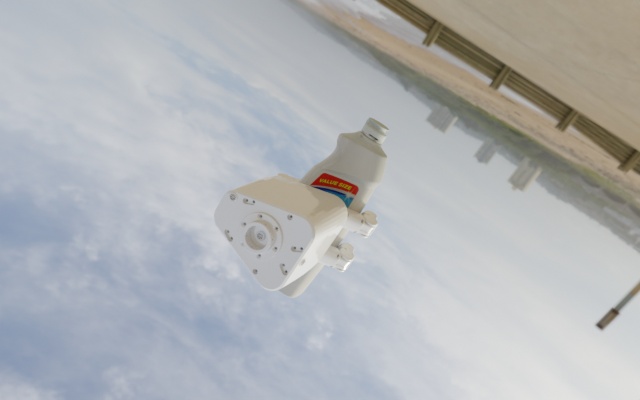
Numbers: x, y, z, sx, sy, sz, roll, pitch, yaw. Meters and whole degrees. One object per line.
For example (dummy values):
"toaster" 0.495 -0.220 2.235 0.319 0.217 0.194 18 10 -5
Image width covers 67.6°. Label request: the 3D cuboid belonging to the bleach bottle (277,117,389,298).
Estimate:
"bleach bottle" 0.000 0.002 0.618 0.102 0.251 0.068 36 19 10
